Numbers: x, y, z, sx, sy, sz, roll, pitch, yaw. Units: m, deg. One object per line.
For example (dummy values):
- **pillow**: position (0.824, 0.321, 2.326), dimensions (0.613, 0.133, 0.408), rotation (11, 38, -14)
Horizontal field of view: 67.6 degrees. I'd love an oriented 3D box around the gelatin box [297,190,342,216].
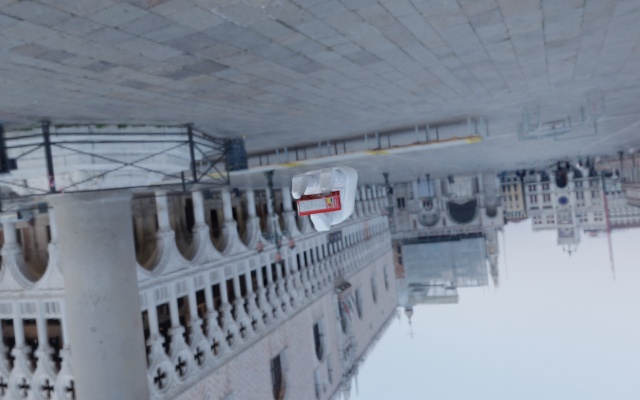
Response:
- **gelatin box**: position (0.000, 0.003, 0.839), dimensions (0.073, 0.030, 0.089), rotation (-7, 6, 4)
